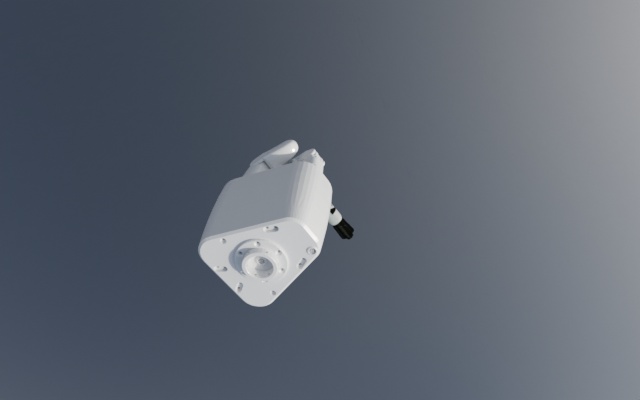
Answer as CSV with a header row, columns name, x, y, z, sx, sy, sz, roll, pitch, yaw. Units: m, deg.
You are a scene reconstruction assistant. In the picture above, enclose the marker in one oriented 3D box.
name,x,y,z,sx,sy,sz,roll,pitch,yaw
marker,0.000,0.002,0.559,0.020,0.121,0.020,-34,23,16
